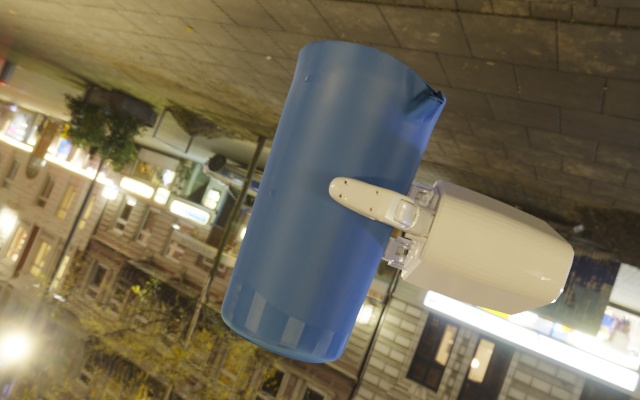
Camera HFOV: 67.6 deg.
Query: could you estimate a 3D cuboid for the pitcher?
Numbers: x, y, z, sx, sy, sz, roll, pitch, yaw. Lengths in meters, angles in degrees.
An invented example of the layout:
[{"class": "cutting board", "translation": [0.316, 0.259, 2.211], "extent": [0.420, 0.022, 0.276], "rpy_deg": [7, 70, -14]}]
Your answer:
[{"class": "pitcher", "translation": [0.000, 0.001, 0.415], "extent": [0.145, 0.243, 0.149], "rpy_deg": [20, -5, 7]}]
